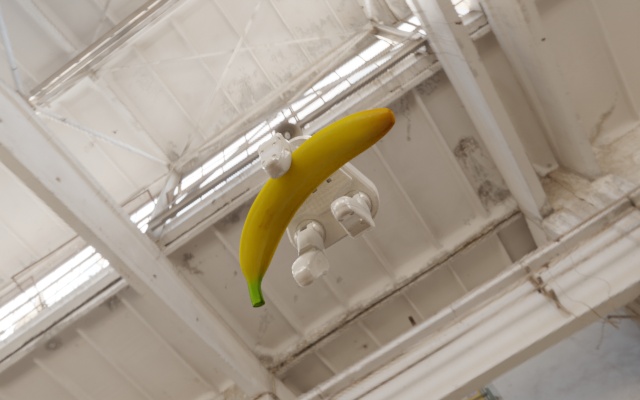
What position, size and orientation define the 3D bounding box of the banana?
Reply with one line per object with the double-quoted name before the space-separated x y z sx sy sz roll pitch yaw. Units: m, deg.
"banana" -0.015 -0.006 0.411 0.069 0.198 0.037 37 6 24
